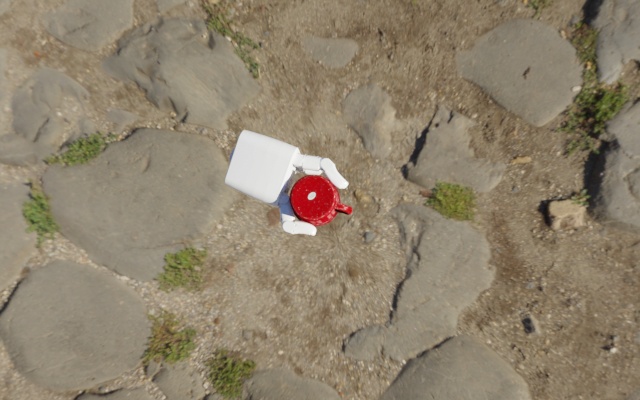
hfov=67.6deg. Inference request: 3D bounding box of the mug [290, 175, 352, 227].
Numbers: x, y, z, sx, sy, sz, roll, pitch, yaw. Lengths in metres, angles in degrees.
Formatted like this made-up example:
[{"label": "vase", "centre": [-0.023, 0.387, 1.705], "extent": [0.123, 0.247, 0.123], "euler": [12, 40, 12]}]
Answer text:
[{"label": "mug", "centre": [0.001, 0.003, 0.853], "extent": [0.117, 0.093, 0.081], "euler": [20, -4, 5]}]
